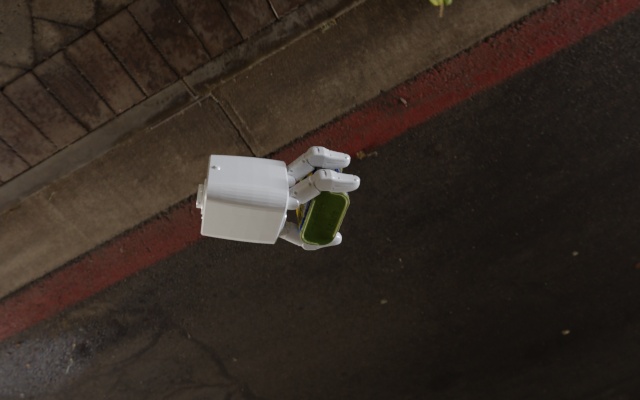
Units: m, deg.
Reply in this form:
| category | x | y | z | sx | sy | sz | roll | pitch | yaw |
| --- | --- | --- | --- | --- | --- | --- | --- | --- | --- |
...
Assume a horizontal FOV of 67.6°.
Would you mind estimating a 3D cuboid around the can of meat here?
| category | x | y | z | sx | sy | sz | roll | pitch | yaw |
| --- | --- | --- | --- | --- | --- | --- | --- | --- | --- |
| can of meat | 0.000 | 0.003 | 0.685 | 0.057 | 0.102 | 0.084 | 10 | 34 | -15 |
